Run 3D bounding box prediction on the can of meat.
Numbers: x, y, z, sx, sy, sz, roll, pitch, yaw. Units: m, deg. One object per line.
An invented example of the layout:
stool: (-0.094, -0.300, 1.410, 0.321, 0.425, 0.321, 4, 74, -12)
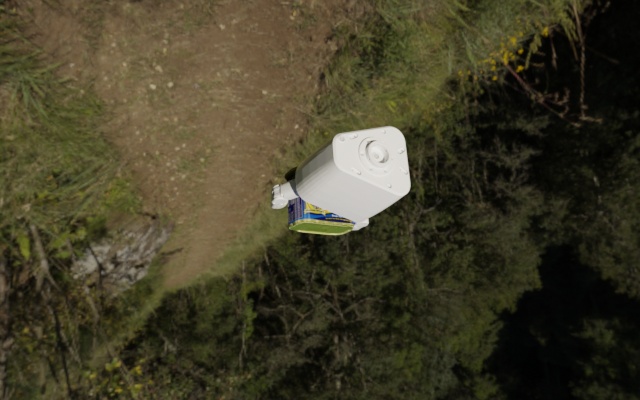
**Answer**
can of meat: (0.000, 0.003, 0.704, 0.102, 0.084, 0.057, 7, -21, -29)
